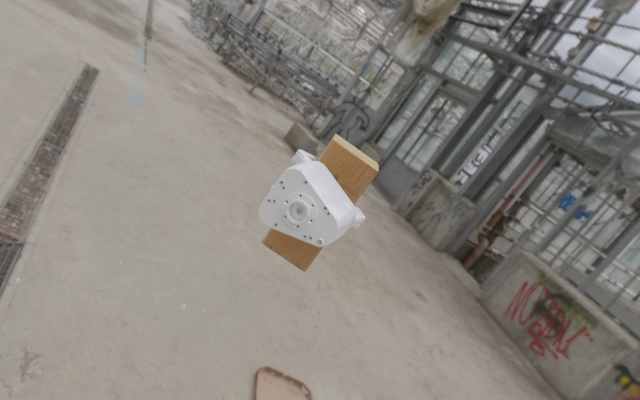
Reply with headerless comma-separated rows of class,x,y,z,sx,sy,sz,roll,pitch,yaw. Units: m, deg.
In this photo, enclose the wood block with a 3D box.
wood block,0.000,0.003,0.797,0.091,0.206,0.090,35,14,-3
